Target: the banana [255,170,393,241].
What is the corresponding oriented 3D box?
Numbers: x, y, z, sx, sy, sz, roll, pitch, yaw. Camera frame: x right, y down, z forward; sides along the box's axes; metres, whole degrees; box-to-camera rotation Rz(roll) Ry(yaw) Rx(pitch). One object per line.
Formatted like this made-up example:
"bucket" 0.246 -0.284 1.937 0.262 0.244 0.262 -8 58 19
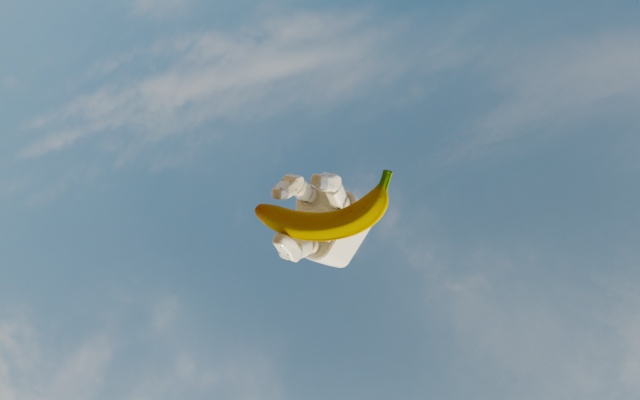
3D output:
"banana" 0.005 0.019 0.612 0.198 0.069 0.037 -14 -18 22
